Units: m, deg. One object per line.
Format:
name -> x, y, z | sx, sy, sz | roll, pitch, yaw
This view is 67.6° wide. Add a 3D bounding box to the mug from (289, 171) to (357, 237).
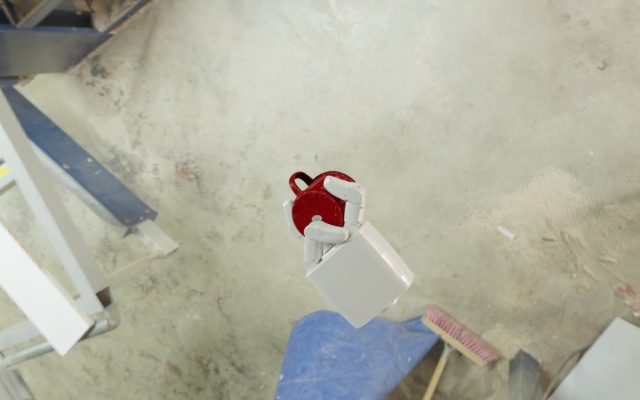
mug -> -0.001, 0.001, 0.703 | 0.093, 0.117, 0.081 | -44, -2, 28
